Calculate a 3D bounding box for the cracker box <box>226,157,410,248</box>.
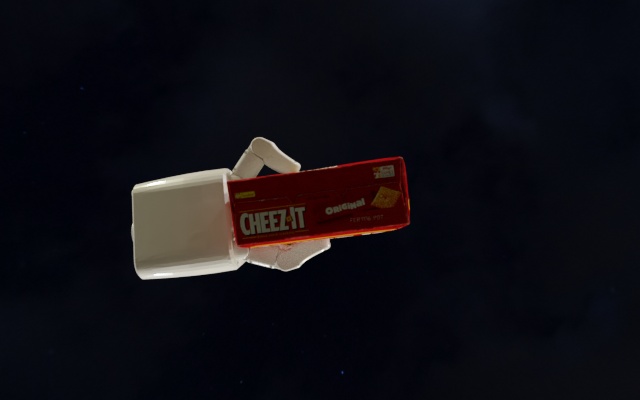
[{"bbox_3d":[0.000,0.002,0.536,0.164,0.072,0.213,-8,1,1],"label":"cracker box"}]
